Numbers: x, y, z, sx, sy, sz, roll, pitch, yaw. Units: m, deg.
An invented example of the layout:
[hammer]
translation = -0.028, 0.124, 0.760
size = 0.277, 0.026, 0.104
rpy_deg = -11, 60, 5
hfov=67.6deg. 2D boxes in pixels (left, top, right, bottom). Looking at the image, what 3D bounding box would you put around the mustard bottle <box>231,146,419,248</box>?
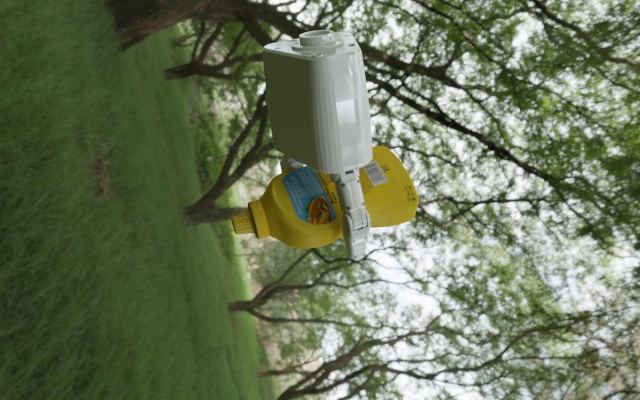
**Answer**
[mustard bottle]
translation = 0.000, 0.002, 0.512
size = 0.191, 0.096, 0.058
rpy_deg = -15, -36, -14
